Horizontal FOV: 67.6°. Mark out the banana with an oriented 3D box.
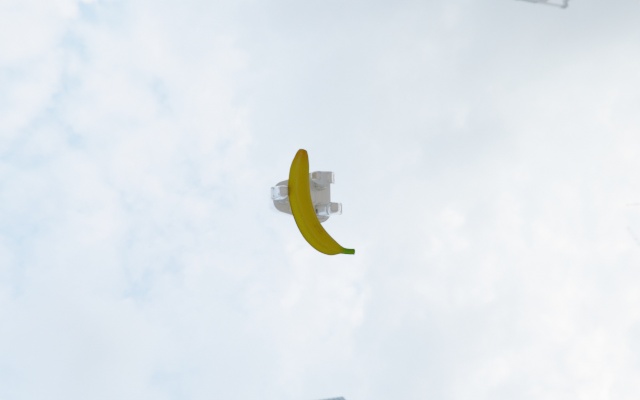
[{"bbox_3d":[-0.015,0.014,0.793,0.069,0.198,0.037,-26,-1,-9],"label":"banana"}]
